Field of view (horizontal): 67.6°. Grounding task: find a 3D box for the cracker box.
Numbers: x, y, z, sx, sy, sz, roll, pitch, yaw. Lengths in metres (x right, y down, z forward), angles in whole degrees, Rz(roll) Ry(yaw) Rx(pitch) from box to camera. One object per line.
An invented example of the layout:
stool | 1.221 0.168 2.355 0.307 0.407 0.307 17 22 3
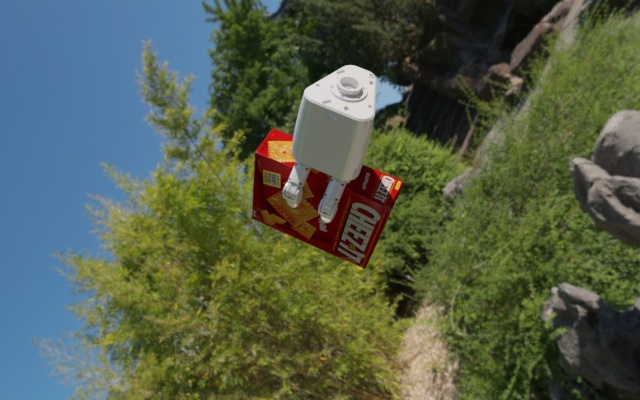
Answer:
cracker box | 0.000 0.002 0.749 0.213 0.072 0.164 24 -40 8
